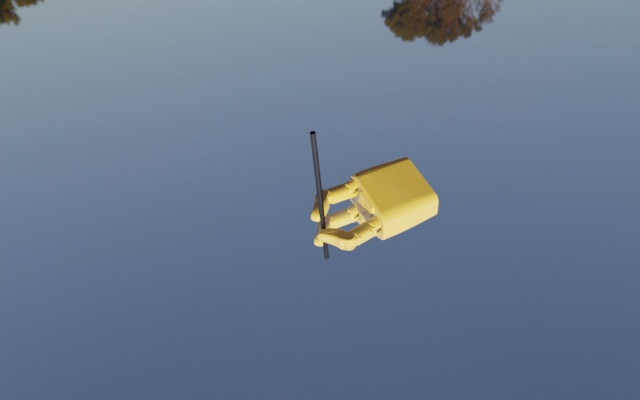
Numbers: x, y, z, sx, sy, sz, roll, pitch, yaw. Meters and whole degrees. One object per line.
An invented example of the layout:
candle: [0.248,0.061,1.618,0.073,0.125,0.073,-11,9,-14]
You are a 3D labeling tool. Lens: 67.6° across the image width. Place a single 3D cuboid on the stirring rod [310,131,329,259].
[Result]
stirring rod: [0.000,0.002,0.702,0.011,0.240,0.011,-4,41,3]
